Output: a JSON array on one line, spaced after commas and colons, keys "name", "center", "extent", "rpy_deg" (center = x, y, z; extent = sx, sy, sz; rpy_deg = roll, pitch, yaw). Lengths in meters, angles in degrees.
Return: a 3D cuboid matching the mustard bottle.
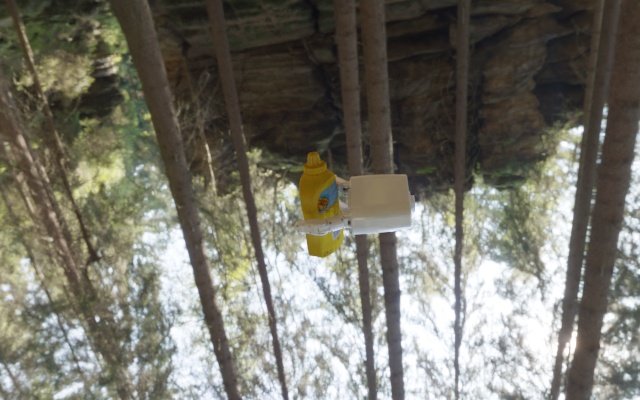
[{"name": "mustard bottle", "center": [0.000, 0.003, 0.877], "extent": [0.058, 0.192, 0.096], "rpy_deg": [7, 30, 29]}]
